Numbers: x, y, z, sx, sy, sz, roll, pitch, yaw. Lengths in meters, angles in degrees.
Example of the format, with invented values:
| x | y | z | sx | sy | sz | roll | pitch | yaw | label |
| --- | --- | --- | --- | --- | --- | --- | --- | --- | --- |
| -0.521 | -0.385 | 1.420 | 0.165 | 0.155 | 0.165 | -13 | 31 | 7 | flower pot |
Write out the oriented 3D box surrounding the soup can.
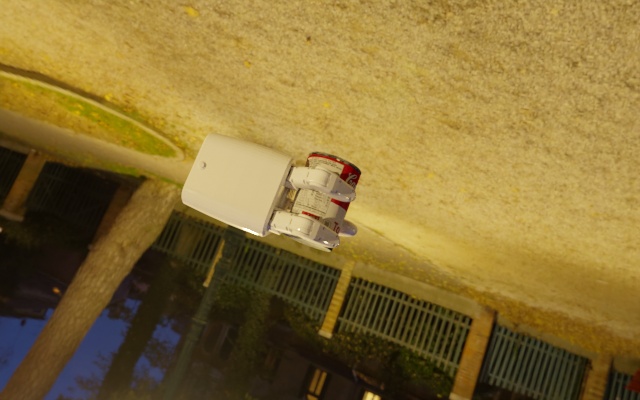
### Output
| x | y | z | sx | sy | sz | roll | pitch | yaw | label |
| --- | --- | --- | --- | --- | --- | --- | --- | --- | --- |
| 0.000 | 0.002 | 0.568 | 0.068 | 0.102 | 0.068 | 20 | -11 | 4 | soup can |
